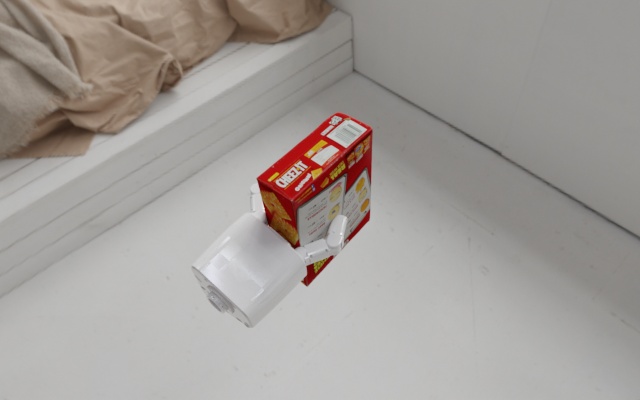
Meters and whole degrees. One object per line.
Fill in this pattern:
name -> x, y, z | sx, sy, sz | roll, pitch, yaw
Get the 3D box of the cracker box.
cracker box -> 0.000, 0.002, 0.698 | 0.072, 0.164, 0.214 | 33, -29, 26
